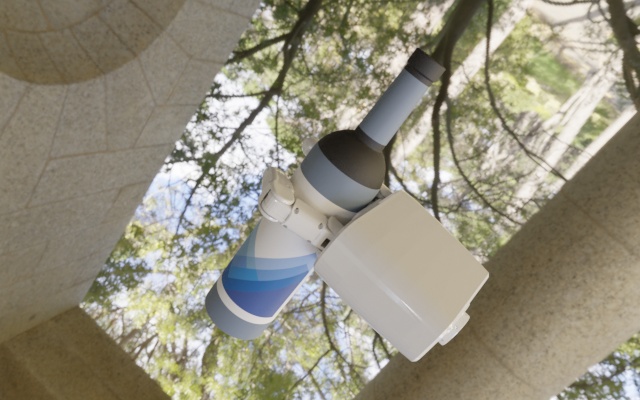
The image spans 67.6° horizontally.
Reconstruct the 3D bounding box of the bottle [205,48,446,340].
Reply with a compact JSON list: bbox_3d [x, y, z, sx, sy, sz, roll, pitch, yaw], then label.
[{"bbox_3d":[0.000,0.001,0.413,0.069,0.296,0.069,32,23,-15],"label":"bottle"}]
